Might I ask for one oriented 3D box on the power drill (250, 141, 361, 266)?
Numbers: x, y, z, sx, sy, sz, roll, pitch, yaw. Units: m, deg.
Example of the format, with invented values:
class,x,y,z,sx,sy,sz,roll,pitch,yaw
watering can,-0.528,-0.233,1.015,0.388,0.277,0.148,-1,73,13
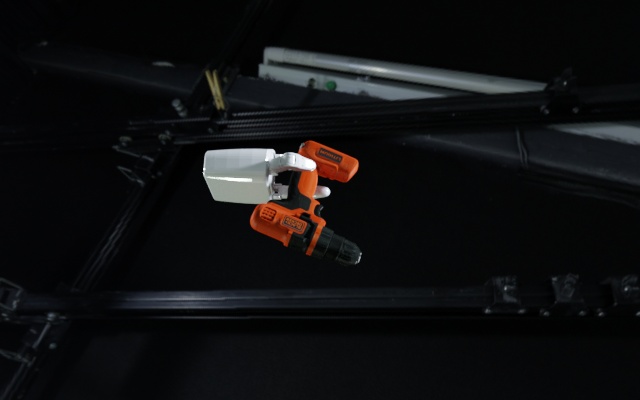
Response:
class,x,y,z,sx,sy,sz,roll,pitch,yaw
power drill,0.000,0.002,0.791,0.184,0.187,0.057,24,-32,-2
